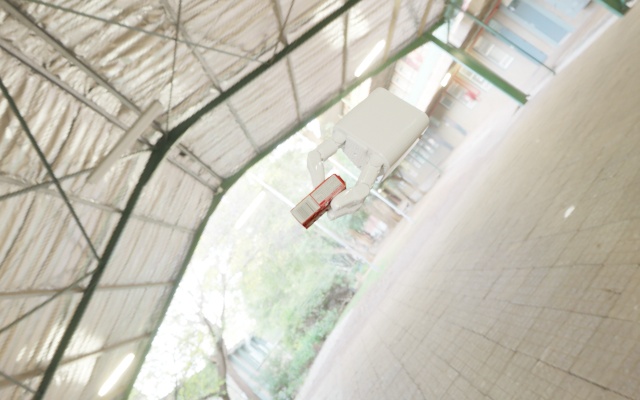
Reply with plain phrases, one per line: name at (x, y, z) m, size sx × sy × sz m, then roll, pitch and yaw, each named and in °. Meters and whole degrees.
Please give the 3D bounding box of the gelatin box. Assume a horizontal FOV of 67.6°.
gelatin box at (0.000, 0.002, 0.716) m, size 0.089 × 0.030 × 0.073 m, roll -41°, pitch -9°, yaw -3°
